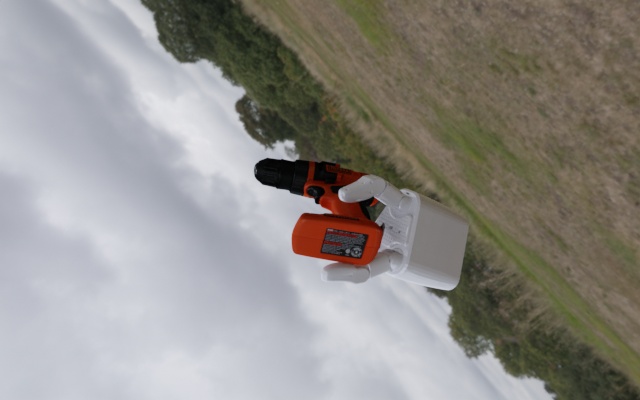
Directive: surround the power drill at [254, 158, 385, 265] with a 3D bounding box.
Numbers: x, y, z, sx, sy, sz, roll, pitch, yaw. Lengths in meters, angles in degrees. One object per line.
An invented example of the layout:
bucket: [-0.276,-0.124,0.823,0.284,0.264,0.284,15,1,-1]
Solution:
power drill: [0.000,0.002,0.622,0.184,0.057,0.187,8,28,-7]
